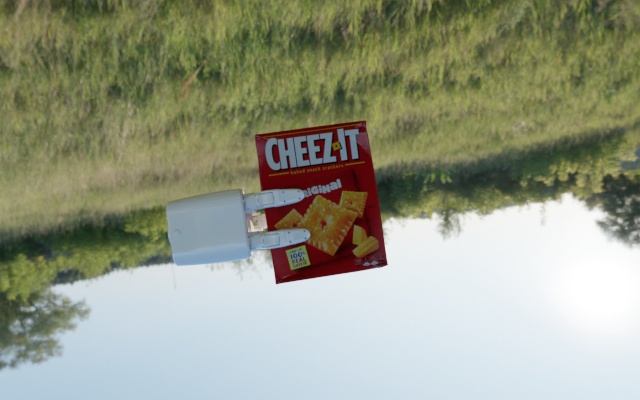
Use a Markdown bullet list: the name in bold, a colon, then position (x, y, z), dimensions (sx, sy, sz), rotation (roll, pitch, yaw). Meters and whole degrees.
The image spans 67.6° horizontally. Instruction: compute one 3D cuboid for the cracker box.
- **cracker box**: position (0.000, 0.002, 0.694), dimensions (0.164, 0.213, 0.072), rotation (-8, -2, -4)
